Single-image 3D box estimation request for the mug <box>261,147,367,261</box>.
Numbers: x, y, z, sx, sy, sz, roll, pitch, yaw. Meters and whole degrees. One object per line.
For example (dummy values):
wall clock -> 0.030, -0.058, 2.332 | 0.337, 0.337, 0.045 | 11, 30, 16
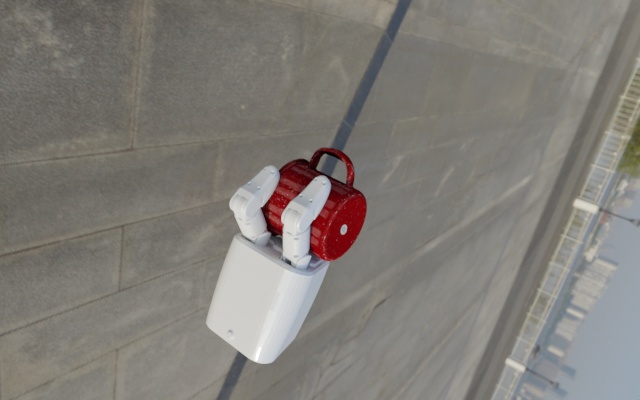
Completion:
mug -> 0.001, 0.000, 0.509 | 0.081, 0.117, 0.093 | 27, 10, 29
